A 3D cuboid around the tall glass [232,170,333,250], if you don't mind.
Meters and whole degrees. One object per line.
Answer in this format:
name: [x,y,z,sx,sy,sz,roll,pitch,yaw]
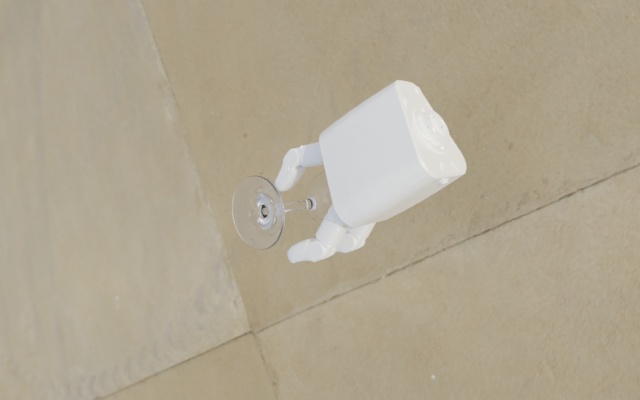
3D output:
tall glass: [0.000,0.002,0.549,0.079,0.079,0.201,0,6,39]
